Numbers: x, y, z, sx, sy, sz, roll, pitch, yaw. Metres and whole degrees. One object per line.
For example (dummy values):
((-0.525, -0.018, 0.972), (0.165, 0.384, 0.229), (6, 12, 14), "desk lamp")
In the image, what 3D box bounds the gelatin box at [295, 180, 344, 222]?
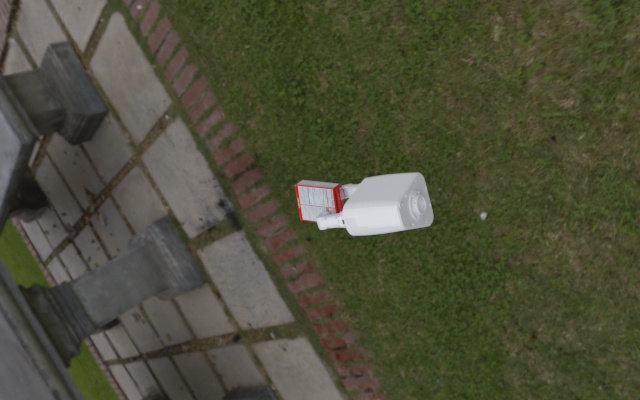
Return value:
((0.000, 0.003, 0.884), (0.089, 0.073, 0.030), (6, 26, 32), "gelatin box")
